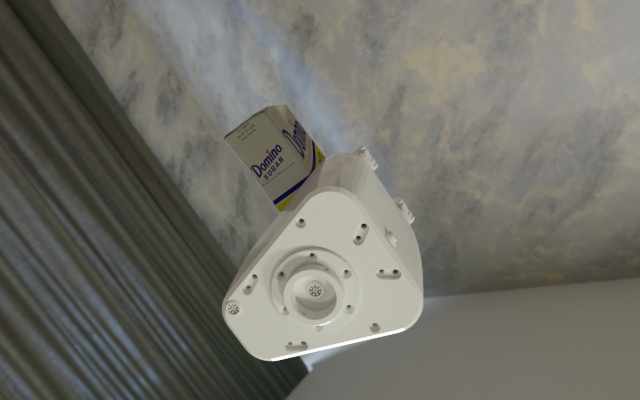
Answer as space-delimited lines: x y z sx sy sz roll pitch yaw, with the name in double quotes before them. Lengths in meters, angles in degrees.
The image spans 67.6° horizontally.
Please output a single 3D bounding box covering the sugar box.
"sugar box" 0.001 0.001 0.405 0.048 0.176 0.093 -33 8 13
